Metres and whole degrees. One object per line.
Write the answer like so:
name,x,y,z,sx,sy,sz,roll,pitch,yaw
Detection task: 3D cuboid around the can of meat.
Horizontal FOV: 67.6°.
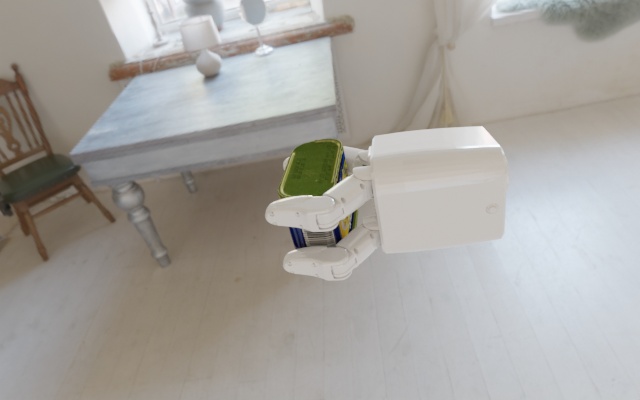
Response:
can of meat,0.000,0.001,0.455,0.057,0.084,0.102,-4,37,12
